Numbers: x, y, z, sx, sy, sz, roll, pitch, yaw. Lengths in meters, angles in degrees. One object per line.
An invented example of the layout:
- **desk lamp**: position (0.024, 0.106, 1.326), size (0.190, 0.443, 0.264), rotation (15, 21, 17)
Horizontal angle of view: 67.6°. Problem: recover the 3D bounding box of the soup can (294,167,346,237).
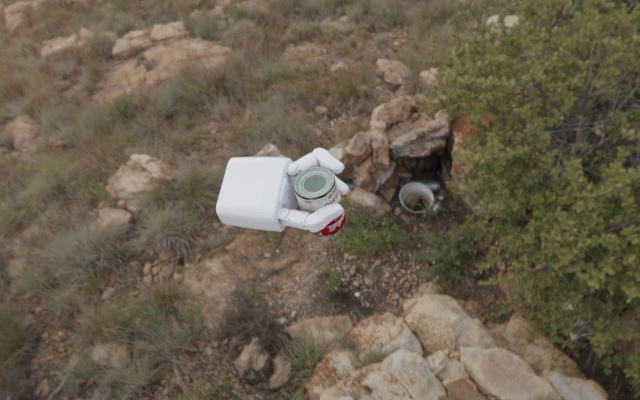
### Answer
- **soup can**: position (0.000, 0.002, 0.771), size (0.068, 0.068, 0.102), rotation (0, -39, 15)
